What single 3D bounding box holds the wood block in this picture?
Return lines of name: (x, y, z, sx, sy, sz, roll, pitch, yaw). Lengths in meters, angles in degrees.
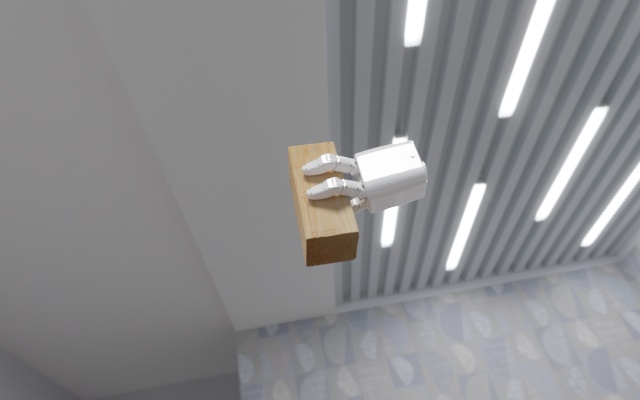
wood block: (0.001, 0.003, 0.855, 0.090, 0.206, 0.091, -8, -38, -7)
